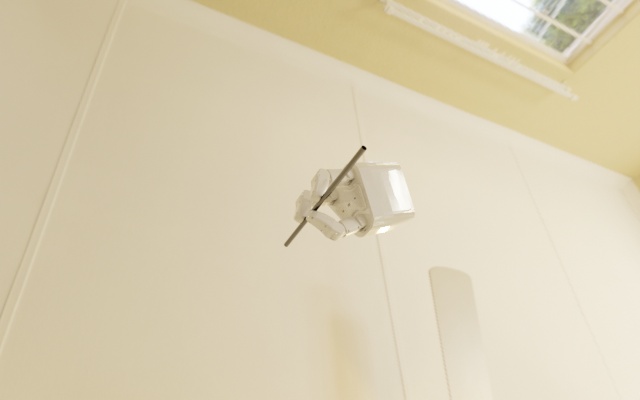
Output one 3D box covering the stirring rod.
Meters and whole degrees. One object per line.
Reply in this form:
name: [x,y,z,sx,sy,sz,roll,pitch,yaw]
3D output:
stirring rod: [0.000,0.002,0.689,0.011,0.011,0.240,0,-35,-34]
